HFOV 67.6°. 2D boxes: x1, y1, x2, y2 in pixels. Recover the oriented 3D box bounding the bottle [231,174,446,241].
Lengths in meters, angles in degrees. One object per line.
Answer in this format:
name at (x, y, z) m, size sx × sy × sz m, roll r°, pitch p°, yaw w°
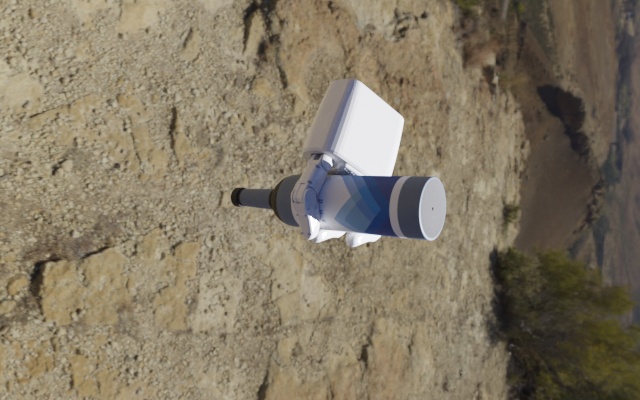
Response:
bottle at (0.000, 0.002, 0.582) m, size 0.295 × 0.069 × 0.069 m, roll 3°, pitch 2°, yaw 37°
